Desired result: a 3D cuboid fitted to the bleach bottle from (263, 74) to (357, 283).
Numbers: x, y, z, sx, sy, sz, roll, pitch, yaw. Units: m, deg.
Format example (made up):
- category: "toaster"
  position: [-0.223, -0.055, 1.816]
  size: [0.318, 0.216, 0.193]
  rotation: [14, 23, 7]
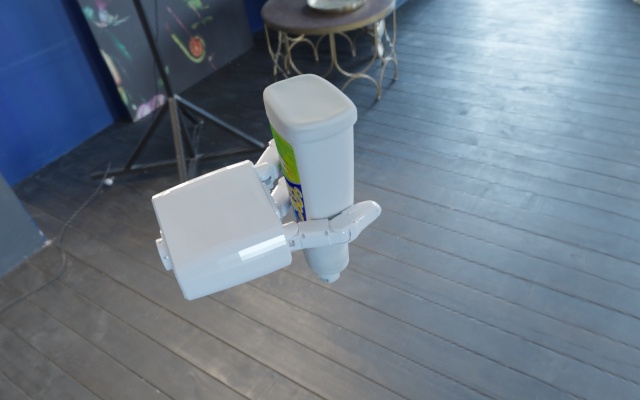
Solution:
- category: "bleach bottle"
  position: [0.000, 0.002, 0.508]
  size: [0.068, 0.251, 0.102]
  rotation: [-21, 42, -15]
